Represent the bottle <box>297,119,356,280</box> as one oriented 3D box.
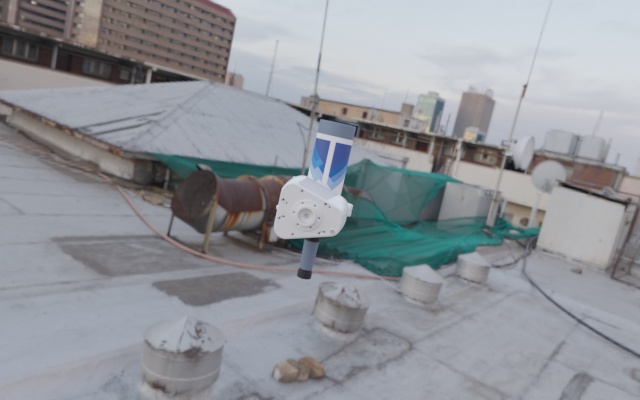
[{"bbox_3d":[0.000,0.003,0.883,0.069,0.296,0.069,12,8,-2],"label":"bottle"}]
